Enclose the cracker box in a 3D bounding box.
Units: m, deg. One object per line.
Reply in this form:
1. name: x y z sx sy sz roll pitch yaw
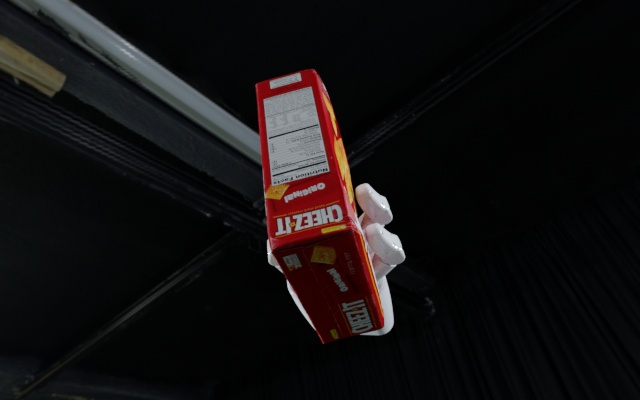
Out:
1. cracker box: 0.000 0.001 0.465 0.072 0.213 0.164 -16 -42 5
